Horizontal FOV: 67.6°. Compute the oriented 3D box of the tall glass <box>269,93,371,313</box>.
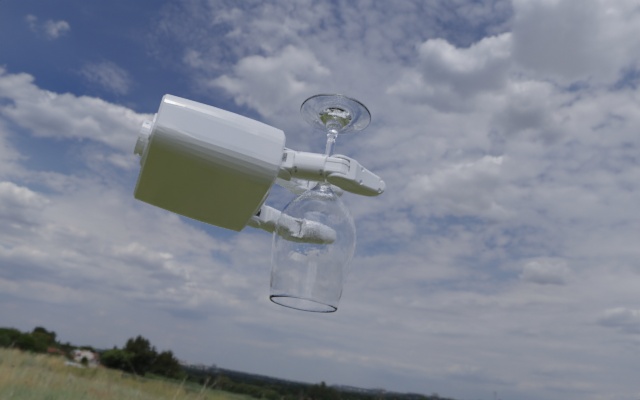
[{"bbox_3d":[0.000,0.001,0.460,0.079,0.201,0.079,8,-22,3],"label":"tall glass"}]
